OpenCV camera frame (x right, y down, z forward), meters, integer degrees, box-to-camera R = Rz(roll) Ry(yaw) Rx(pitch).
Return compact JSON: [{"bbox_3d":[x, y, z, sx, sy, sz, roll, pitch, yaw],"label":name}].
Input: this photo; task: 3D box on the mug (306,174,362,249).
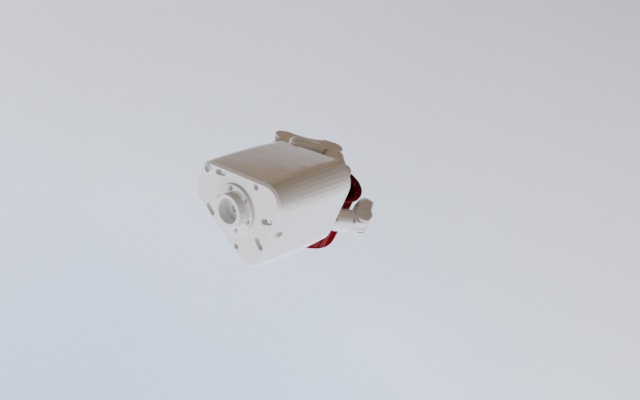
[{"bbox_3d":[0.001,0.002,0.597,0.093,0.081,0.117,40,34,25],"label":"mug"}]
